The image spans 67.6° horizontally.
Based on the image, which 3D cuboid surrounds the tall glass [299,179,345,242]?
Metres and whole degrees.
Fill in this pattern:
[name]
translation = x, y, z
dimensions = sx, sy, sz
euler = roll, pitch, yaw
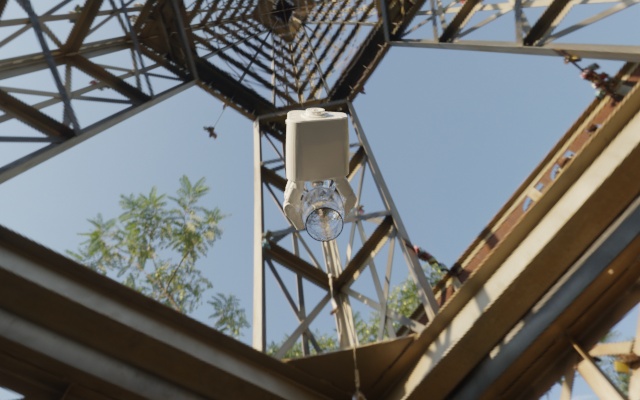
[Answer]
[tall glass]
translation = 0.000, 0.003, 0.859
dimensions = 0.079, 0.079, 0.201
euler = 0, 22, -4
